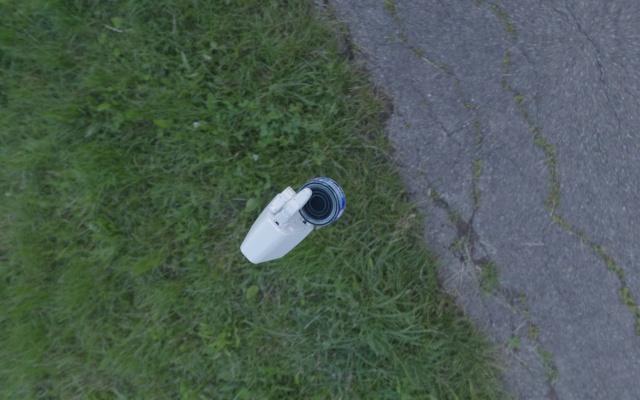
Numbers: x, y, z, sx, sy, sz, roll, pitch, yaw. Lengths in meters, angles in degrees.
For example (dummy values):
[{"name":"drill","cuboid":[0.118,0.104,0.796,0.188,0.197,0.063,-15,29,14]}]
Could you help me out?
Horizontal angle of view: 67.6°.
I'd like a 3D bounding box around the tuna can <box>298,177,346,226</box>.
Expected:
[{"name":"tuna can","cuboid":[0.000,0.003,0.863,0.086,0.086,0.033,0,13,25]}]
